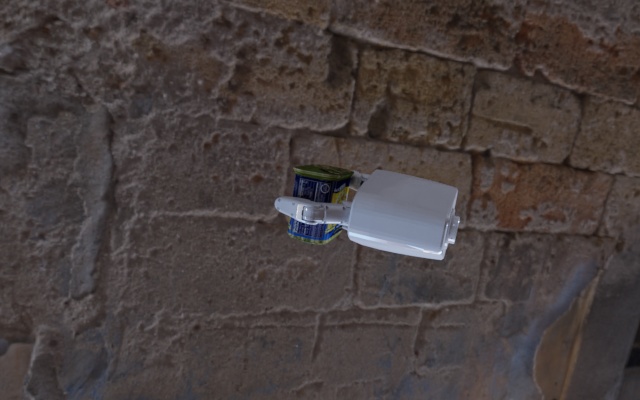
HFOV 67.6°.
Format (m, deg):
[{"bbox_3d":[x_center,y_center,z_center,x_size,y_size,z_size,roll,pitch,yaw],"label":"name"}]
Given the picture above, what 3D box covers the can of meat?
[{"bbox_3d":[0.000,0.002,0.594,0.057,0.084,0.102,12,10,16],"label":"can of meat"}]
